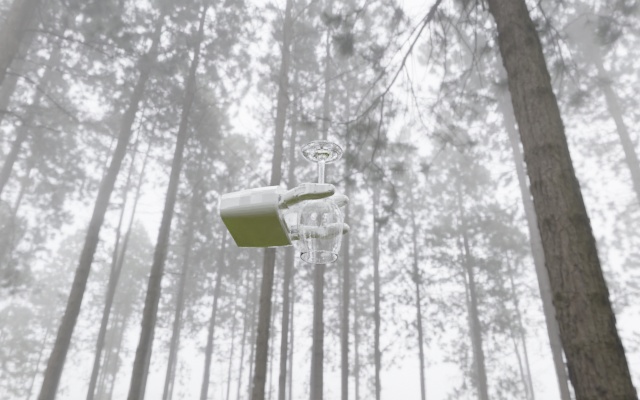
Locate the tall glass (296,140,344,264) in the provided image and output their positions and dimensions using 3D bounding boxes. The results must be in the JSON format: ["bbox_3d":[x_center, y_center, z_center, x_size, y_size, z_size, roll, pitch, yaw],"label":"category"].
[{"bbox_3d":[0.000,0.002,0.805,0.079,0.201,0.079,1,-27,0],"label":"tall glass"}]
